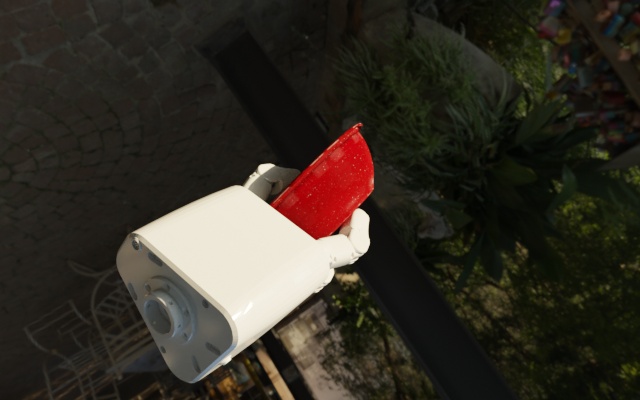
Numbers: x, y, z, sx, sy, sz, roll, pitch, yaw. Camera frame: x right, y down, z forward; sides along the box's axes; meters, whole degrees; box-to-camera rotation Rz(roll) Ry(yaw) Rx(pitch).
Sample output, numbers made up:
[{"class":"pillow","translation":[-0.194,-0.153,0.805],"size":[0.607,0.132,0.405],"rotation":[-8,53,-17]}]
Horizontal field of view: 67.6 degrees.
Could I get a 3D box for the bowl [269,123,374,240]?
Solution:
[{"class":"bowl","translation":[0.001,0.001,0.464],"size":[0.055,0.162,0.162],"rotation":[45,-1,1]}]
